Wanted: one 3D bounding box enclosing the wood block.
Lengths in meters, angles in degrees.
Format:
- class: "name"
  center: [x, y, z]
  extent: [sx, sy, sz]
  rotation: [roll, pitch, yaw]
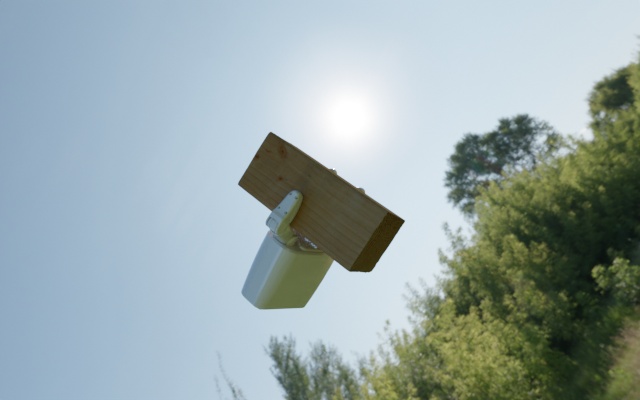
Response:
- class: "wood block"
  center: [0.000, 0.002, 0.657]
  extent: [0.206, 0.090, 0.091]
  rotation: [36, 7, 24]
